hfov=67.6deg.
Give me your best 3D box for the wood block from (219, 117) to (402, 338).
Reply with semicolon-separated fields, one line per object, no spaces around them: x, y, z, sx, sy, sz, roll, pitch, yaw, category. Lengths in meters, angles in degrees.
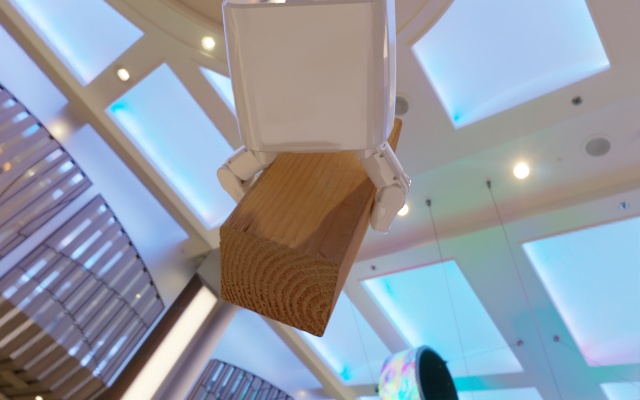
0.000;0.001;0.424;0.091;0.090;0.206;19;42;10;wood block
